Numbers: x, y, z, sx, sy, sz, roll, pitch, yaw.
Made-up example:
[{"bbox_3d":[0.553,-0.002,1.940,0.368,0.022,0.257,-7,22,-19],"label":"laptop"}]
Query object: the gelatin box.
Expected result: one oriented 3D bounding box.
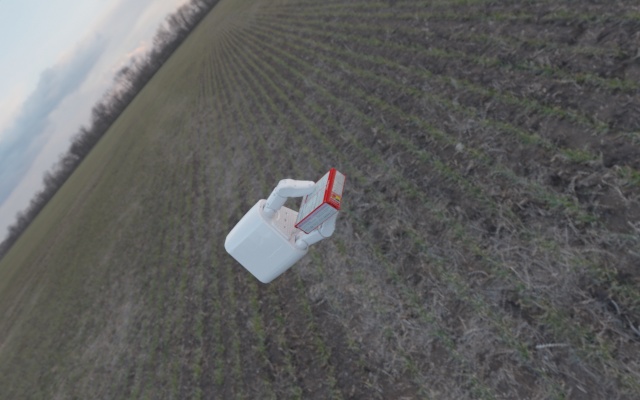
[{"bbox_3d":[0.000,0.002,0.750,0.030,0.073,0.089,31,-45,-18],"label":"gelatin box"}]
